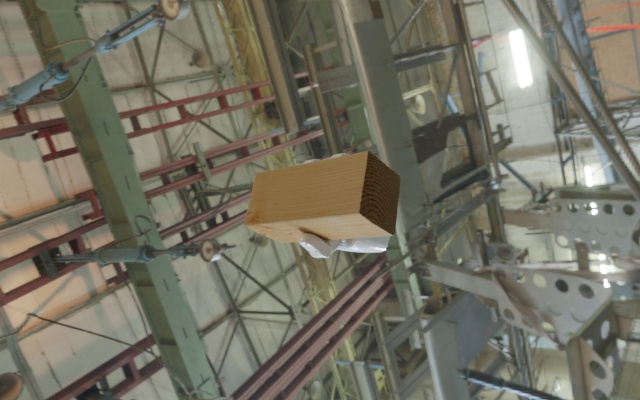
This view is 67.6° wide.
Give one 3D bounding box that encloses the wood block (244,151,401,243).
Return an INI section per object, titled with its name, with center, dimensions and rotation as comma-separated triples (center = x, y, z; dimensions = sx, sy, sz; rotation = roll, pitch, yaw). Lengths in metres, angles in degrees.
[wood block]
center = 0.000, 0.003, 0.689
dimensions = 0.206, 0.090, 0.090
rotation = -8, -27, 38
